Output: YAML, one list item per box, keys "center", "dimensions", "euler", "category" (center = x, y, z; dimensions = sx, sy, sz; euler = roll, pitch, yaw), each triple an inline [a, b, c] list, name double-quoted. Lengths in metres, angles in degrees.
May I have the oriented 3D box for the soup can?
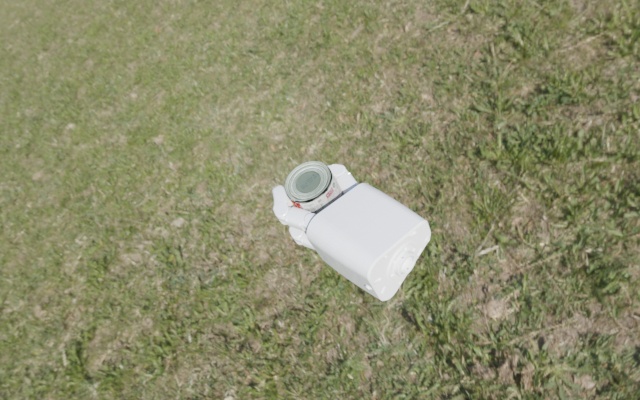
- center: [0.000, 0.002, 0.658]
  dimensions: [0.068, 0.068, 0.102]
  euler: [0, -34, 24]
  category: "soup can"
